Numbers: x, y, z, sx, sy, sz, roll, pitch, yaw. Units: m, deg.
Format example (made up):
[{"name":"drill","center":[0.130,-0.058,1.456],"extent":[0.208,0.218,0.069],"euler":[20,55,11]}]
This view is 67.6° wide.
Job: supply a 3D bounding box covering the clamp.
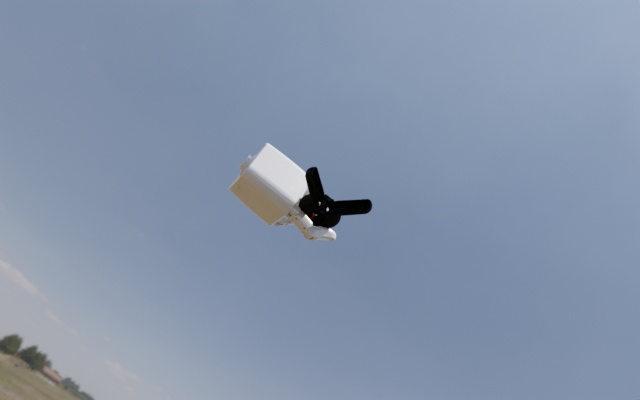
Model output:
[{"name":"clamp","center":[0.000,0.002,0.819],"extent":[0.120,0.039,0.171],"euler":[41,-33,-11]}]
